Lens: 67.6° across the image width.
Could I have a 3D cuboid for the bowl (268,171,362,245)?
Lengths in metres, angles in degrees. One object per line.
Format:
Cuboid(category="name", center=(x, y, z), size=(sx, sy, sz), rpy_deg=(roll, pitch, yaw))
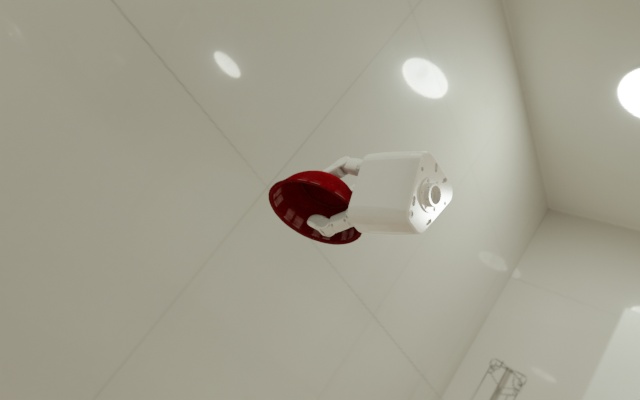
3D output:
Cuboid(category="bowl", center=(-0.001, 0.002, 0.772), size=(0.162, 0.055, 0.162), rpy_deg=(17, -34, 12))
